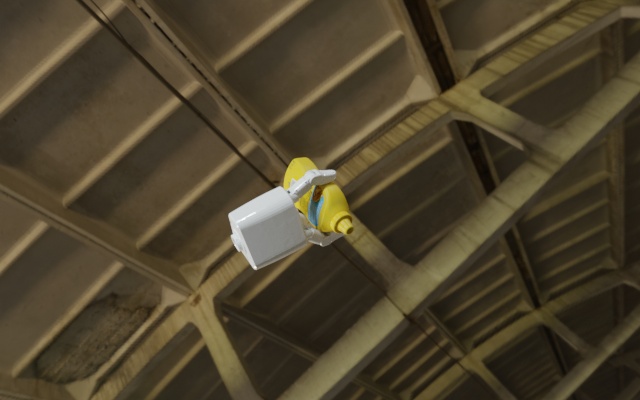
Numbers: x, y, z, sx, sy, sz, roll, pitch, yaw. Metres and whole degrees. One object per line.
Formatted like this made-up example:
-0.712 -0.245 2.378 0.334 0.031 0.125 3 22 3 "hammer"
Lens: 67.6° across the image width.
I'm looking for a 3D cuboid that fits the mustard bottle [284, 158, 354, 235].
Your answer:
0.000 0.003 0.893 0.058 0.096 0.191 -8 36 -34 "mustard bottle"
